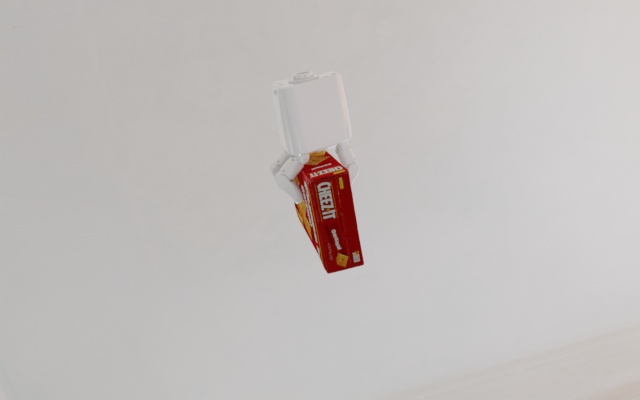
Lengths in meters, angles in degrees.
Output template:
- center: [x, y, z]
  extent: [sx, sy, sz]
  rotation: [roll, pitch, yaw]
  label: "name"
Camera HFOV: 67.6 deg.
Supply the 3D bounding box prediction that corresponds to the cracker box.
- center: [0.000, 0.003, 0.822]
  extent: [0.072, 0.164, 0.213]
  rotation: [-15, 22, -8]
  label: "cracker box"
